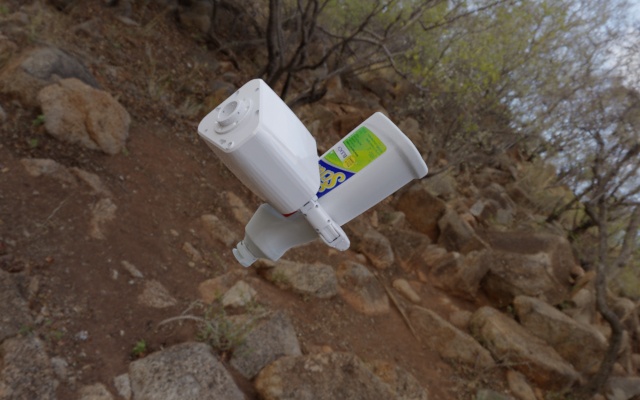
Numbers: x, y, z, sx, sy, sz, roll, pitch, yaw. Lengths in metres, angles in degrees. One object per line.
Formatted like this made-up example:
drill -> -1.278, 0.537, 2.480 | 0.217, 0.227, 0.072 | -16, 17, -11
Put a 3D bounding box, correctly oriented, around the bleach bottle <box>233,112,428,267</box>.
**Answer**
bleach bottle -> 0.000, 0.002, 0.586 | 0.068, 0.251, 0.102 | 48, 7, -41
